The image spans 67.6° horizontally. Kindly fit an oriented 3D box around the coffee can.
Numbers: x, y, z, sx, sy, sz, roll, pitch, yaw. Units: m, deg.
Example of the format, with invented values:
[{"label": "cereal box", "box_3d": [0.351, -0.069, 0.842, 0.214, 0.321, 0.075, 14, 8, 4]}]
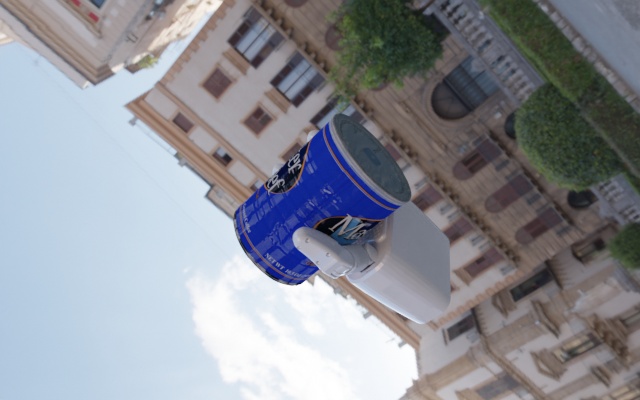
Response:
[{"label": "coffee can", "box_3d": [0.000, 0.001, 0.457, 0.140, 0.102, 0.103, -41, -19, 24]}]
